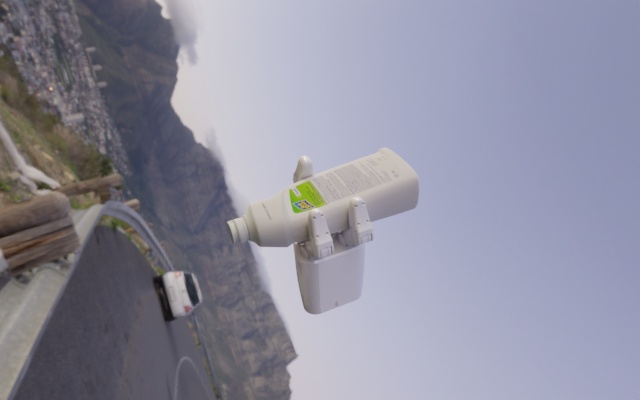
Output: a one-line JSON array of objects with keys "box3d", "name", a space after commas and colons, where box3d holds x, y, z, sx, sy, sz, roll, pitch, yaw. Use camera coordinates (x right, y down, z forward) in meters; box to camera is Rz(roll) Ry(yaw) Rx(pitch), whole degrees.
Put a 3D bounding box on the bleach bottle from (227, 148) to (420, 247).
[{"box3d": [0.000, 0.002, 0.631, 0.251, 0.068, 0.102, -16, 37, -18], "name": "bleach bottle"}]
